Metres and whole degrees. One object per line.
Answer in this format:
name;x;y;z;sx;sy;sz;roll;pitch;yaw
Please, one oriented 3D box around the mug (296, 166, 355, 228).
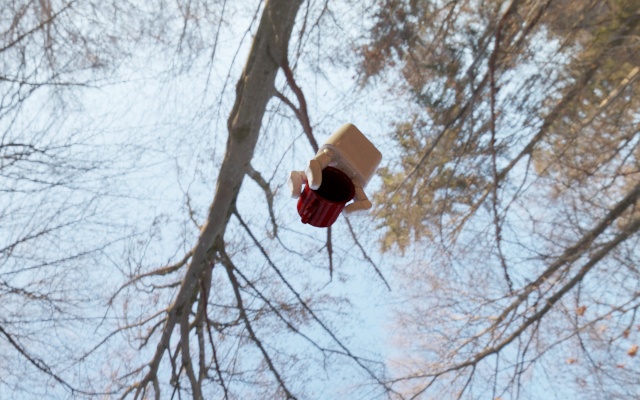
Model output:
mug;-0.001;0.004;0.862;0.093;0.081;0.117;33;44;6
